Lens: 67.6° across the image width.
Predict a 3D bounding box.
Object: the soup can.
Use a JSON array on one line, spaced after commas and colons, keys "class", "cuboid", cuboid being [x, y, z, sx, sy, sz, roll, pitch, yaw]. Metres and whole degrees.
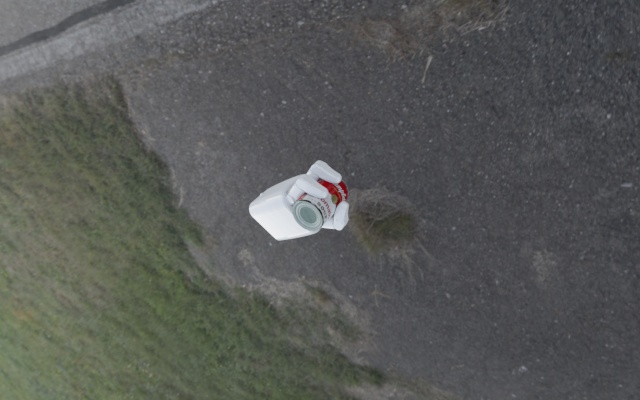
[{"class": "soup can", "cuboid": [0.000, 0.003, 0.897, 0.068, 0.068, 0.102, 0, 30, 34]}]
